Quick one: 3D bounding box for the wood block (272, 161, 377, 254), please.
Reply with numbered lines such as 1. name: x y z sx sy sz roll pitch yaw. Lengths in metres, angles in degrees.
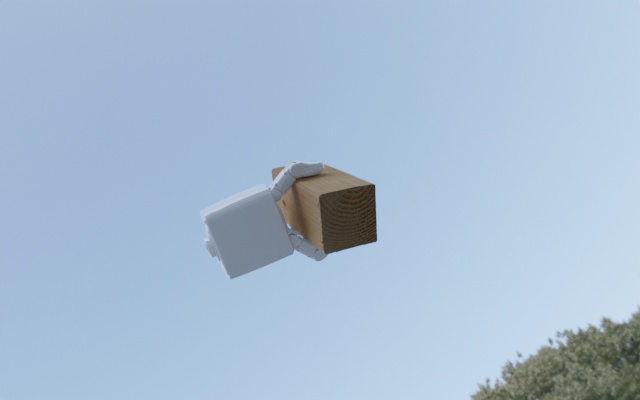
1. wood block: 0.000 0.002 0.761 0.090 0.091 0.206 -12 18 -22
